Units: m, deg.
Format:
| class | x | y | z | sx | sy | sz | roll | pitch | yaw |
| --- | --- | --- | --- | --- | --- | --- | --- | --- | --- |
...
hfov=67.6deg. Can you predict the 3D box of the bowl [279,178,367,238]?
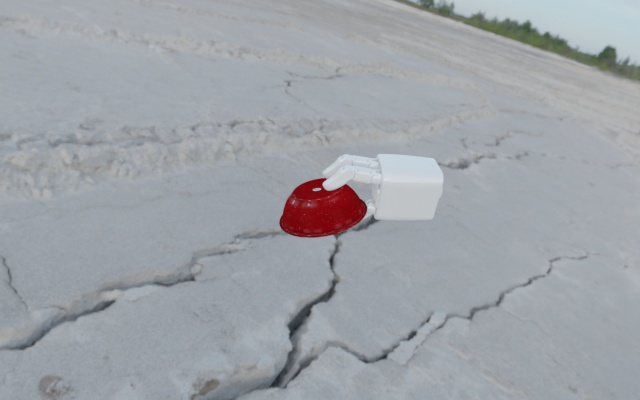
| class | x | y | z | sx | sy | sz | roll | pitch | yaw |
| --- | --- | --- | --- | --- | --- | --- | --- | --- | --- |
| bowl | -0.001 | 0.003 | 0.850 | 0.162 | 0.055 | 0.162 | -10 | 25 | 5 |
